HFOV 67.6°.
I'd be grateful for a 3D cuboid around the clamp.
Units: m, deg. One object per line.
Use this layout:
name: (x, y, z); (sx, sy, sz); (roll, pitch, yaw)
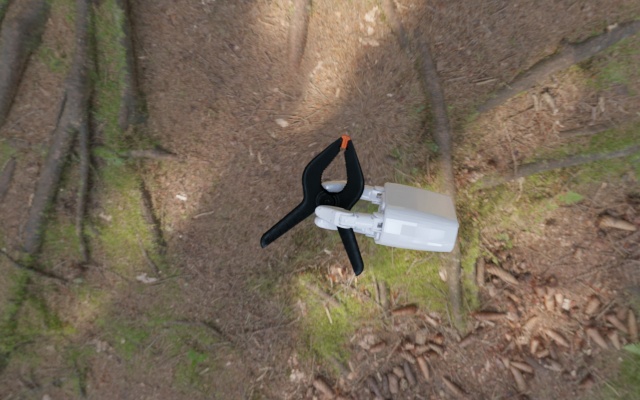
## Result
clamp: (0.000, 0.002, 0.720); (0.164, 0.210, 0.036); (9, 11, 1)
